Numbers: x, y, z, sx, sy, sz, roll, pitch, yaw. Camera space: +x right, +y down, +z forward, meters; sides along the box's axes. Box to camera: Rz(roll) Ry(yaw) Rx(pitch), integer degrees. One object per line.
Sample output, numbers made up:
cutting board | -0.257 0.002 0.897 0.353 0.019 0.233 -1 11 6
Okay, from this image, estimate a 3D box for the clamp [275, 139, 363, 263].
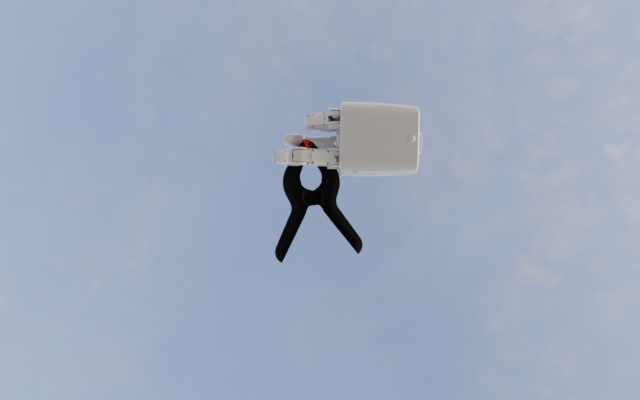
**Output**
clamp | 0.000 0.002 0.663 0.120 0.171 0.039 2 0 -7
